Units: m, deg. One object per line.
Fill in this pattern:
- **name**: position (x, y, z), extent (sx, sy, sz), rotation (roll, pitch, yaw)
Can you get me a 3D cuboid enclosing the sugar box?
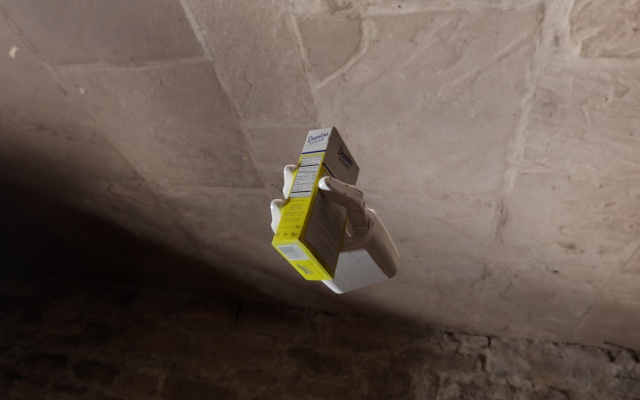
- **sugar box**: position (0.000, 0.002, 0.608), extent (0.048, 0.176, 0.093), rotation (-6, -39, 27)
